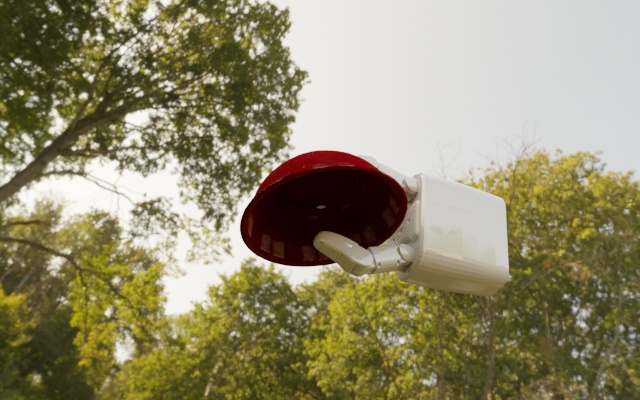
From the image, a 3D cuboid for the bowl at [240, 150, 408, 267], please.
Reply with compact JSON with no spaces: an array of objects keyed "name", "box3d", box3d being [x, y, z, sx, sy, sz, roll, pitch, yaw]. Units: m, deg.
[{"name":"bowl","box3d":[-0.001,0.001,0.469,0.162,0.055,0.162,-8,-37,-6]}]
